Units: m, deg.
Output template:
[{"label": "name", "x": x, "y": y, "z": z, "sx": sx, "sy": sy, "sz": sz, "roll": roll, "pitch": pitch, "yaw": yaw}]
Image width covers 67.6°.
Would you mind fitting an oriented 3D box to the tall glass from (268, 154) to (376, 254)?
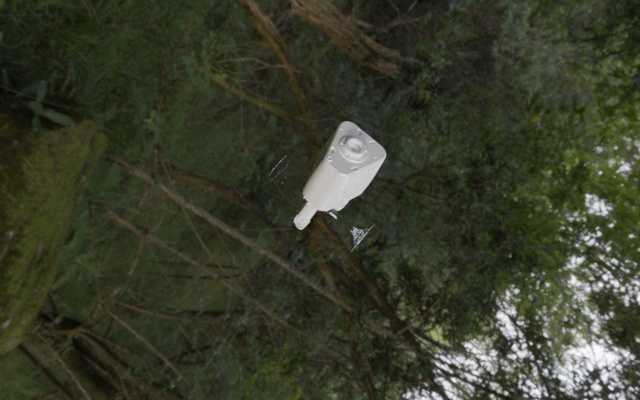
[{"label": "tall glass", "x": 0.001, "y": 0.003, "z": 0.866, "sx": 0.201, "sy": 0.079, "sz": 0.079, "roll": 40, "pitch": 4, "yaw": 5}]
